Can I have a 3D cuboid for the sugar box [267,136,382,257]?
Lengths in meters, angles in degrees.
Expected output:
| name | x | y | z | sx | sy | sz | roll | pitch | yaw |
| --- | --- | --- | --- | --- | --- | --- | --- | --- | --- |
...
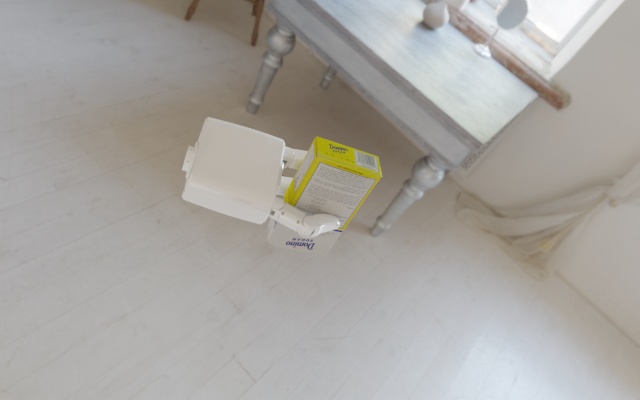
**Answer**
| name | x | y | z | sx | sy | sz | roll | pitch | yaw |
| --- | --- | --- | --- | --- | --- | --- | --- | --- | --- |
| sugar box | 0.000 | 0.002 | 0.648 | 0.093 | 0.048 | 0.176 | 17 | -46 | -19 |
